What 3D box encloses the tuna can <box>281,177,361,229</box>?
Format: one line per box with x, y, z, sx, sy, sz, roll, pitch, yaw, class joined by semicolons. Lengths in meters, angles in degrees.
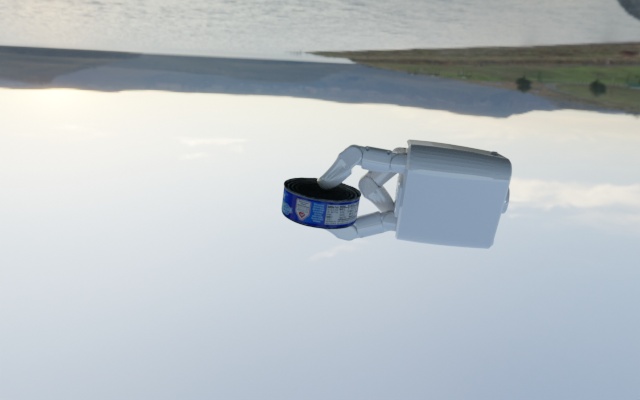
0.000;0.002;0.525;0.086;0.034;0.086;8;17;-2;tuna can
